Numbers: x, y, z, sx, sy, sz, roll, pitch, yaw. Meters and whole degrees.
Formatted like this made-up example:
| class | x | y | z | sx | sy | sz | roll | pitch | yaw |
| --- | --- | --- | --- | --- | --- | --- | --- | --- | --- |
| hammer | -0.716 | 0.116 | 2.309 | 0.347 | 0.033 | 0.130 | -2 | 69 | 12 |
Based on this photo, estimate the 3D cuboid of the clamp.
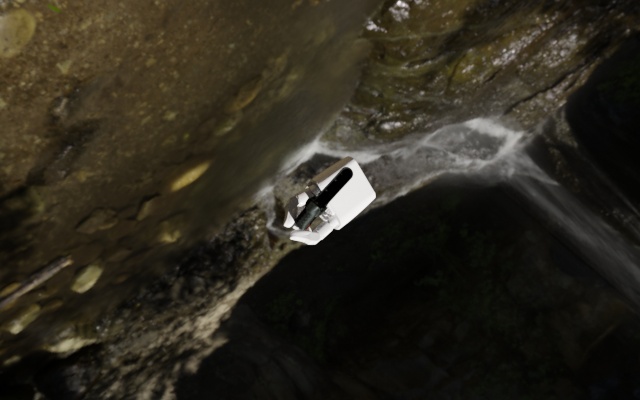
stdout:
| class | x | y | z | sx | sy | sz | roll | pitch | yaw |
| --- | --- | --- | --- | --- | --- | --- | --- | --- | --- |
| clamp | 0.000 | 0.003 | 0.887 | 0.120 | 0.039 | 0.171 | -37 | -6 | -25 |
